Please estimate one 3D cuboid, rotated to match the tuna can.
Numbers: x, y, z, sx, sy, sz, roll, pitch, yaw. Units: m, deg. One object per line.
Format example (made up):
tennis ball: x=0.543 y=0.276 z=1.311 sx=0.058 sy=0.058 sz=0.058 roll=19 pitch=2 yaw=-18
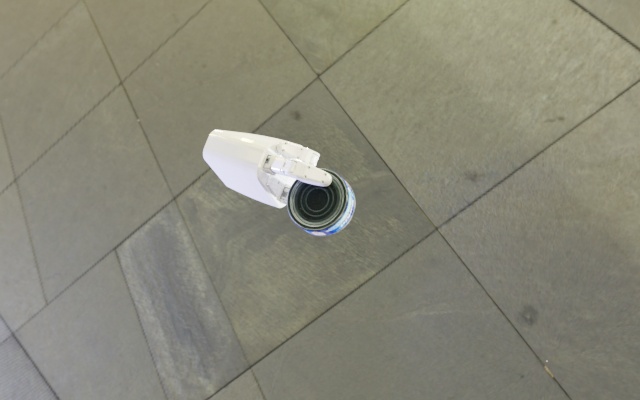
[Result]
tuna can: x=0.000 y=0.002 z=0.622 sx=0.086 sy=0.086 sz=0.034 roll=0 pitch=-15 yaw=20
